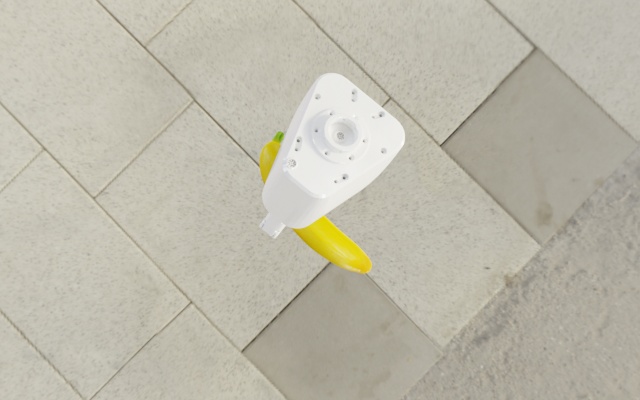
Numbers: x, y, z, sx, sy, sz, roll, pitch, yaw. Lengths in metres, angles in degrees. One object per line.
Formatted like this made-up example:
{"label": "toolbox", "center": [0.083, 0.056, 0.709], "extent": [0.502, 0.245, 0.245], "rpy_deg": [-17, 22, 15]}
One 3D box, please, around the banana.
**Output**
{"label": "banana", "center": [-0.015, 0.005, 0.533], "extent": [0.069, 0.197, 0.037], "rpy_deg": [-26, -12, -37]}
